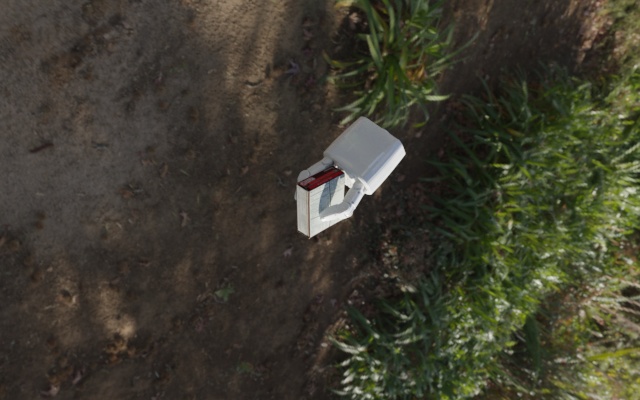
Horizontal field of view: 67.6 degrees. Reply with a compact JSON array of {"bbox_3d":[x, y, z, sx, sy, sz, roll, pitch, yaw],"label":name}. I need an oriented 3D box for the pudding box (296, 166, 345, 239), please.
[{"bbox_3d":[0.000,0.003,0.877,0.090,0.114,0.039,-27,43,-32],"label":"pudding box"}]
